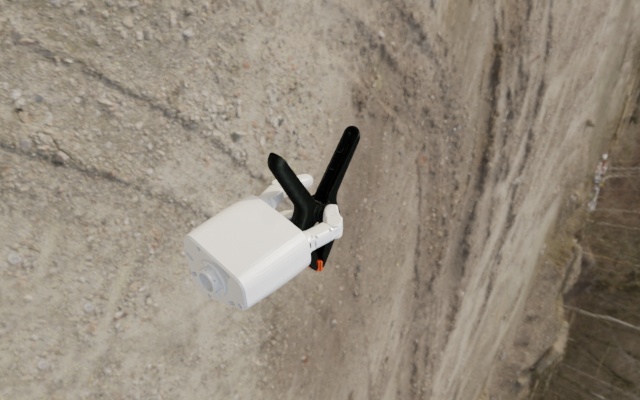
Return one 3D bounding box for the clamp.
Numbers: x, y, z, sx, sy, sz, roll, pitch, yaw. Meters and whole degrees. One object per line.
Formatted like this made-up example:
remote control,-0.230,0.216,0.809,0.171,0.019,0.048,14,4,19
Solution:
clamp,0.001,0.003,0.665,0.036,0.210,0.164,24,41,37
